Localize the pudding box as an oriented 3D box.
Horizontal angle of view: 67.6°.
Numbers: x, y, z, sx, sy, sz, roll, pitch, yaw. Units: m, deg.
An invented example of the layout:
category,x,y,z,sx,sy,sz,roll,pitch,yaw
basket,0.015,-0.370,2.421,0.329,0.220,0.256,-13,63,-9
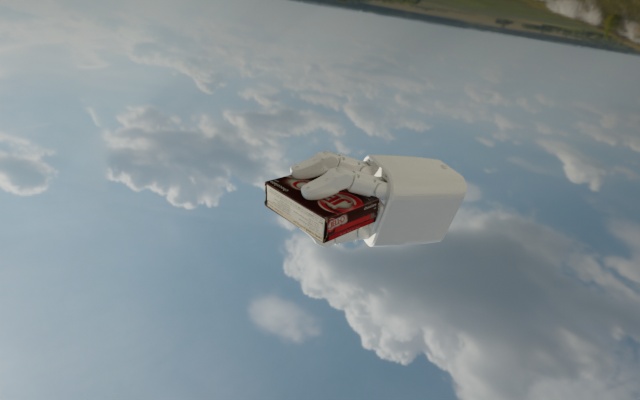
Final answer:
category,x,y,z,sx,sy,sz,roll,pitch,yaw
pudding box,0.000,0.002,0.581,0.090,0.039,0.113,-18,33,-41
